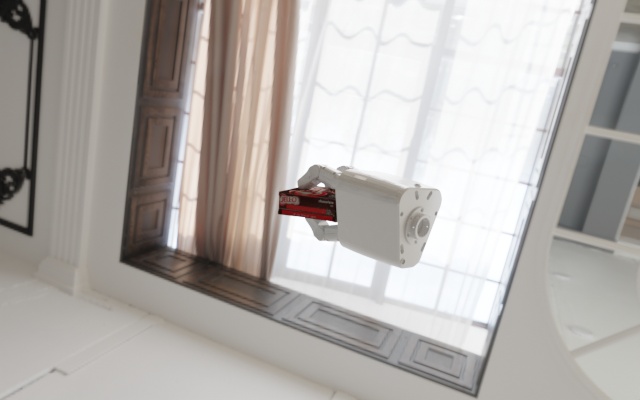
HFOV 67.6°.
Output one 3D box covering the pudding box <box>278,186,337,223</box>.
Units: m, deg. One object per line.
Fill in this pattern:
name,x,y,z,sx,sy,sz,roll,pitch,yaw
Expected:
pudding box,0.000,0.002,0.707,0.090,0.039,0.113,8,8,19
